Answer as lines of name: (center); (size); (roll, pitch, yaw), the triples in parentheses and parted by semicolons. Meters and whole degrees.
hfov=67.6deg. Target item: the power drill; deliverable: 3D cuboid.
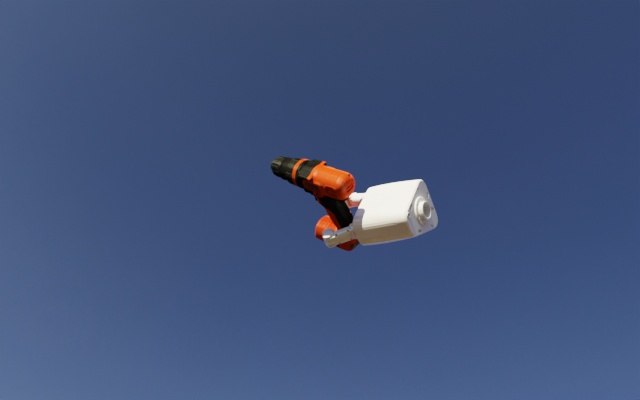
power drill: (0.001, 0.003, 0.891); (0.184, 0.188, 0.057); (21, 58, 39)
